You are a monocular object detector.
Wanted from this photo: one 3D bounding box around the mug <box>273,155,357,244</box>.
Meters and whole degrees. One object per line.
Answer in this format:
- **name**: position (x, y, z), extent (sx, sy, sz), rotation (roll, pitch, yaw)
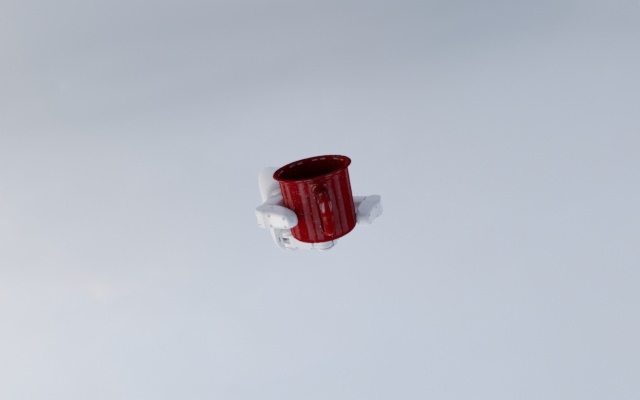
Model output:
- **mug**: position (0.001, 0.002, 0.554), extent (0.093, 0.081, 0.117), rotation (-15, 20, -8)
